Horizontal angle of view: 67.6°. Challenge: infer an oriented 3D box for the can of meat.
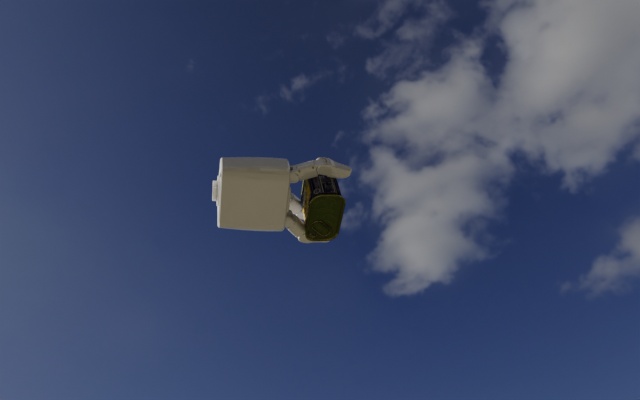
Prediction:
[{"bbox_3d":[0.000,0.002,0.786,0.057,0.102,0.083,-1,43,-12],"label":"can of meat"}]
